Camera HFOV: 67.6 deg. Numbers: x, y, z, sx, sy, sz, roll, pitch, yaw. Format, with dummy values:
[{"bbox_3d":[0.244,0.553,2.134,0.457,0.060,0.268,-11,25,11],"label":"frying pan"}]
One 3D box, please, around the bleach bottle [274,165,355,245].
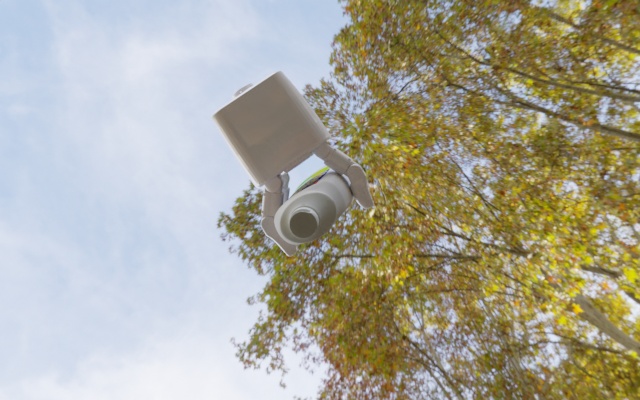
[{"bbox_3d":[0.000,0.002,0.604,0.102,0.068,0.251,-33,4,9],"label":"bleach bottle"}]
